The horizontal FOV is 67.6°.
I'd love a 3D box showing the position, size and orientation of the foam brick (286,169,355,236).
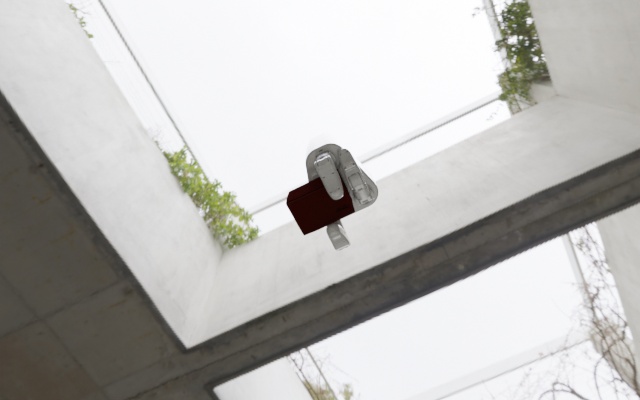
[{"bbox_3d":[0.000,0.002,0.640,0.078,0.053,0.051,-24,18,6],"label":"foam brick"}]
